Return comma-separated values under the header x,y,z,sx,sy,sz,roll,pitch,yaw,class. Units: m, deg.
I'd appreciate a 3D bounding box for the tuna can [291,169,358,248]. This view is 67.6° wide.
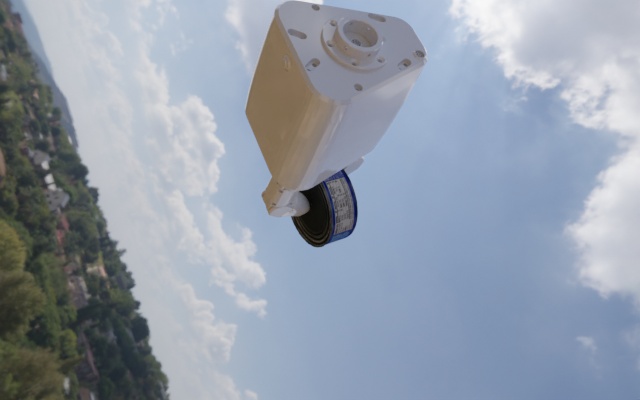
x,y,z,sx,sy,sz,roll,pitch,yaw,class
0.001,0.001,0.479,0.034,0.086,0.086,-16,8,-29,tuna can
